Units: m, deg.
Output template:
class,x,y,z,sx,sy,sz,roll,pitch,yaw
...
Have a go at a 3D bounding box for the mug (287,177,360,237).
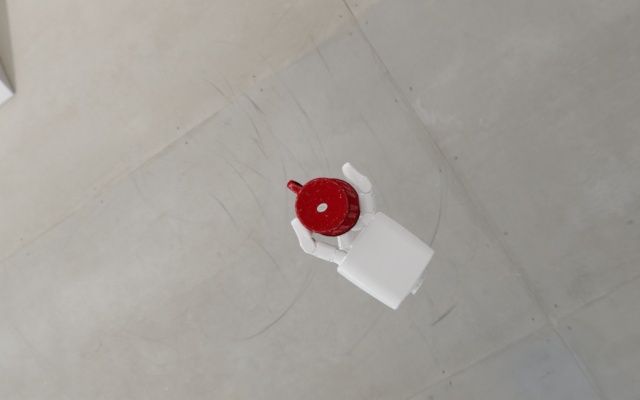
class,x,y,z,sx,sy,sz,roll,pitch,yaw
mug,-0.001,0.001,0.717,0.117,0.093,0.081,34,4,11
